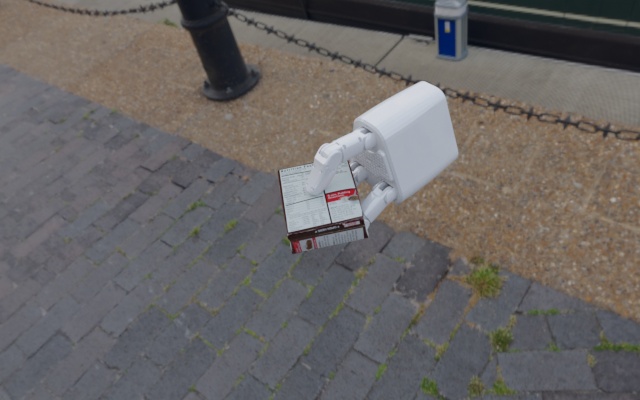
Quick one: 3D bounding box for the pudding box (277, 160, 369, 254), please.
[{"bbox_3d":[0.000,0.002,0.561,0.090,0.039,0.113,-13,44,1],"label":"pudding box"}]
